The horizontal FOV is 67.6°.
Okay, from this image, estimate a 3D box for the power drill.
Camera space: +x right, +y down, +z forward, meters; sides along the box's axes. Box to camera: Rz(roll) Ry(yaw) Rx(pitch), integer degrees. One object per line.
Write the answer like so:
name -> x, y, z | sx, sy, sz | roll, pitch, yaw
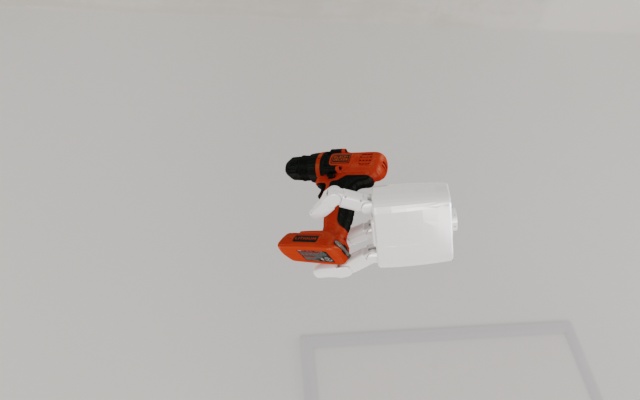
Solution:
power drill -> 0.000, 0.003, 0.743 | 0.184, 0.187, 0.057 | 0, -31, 34
